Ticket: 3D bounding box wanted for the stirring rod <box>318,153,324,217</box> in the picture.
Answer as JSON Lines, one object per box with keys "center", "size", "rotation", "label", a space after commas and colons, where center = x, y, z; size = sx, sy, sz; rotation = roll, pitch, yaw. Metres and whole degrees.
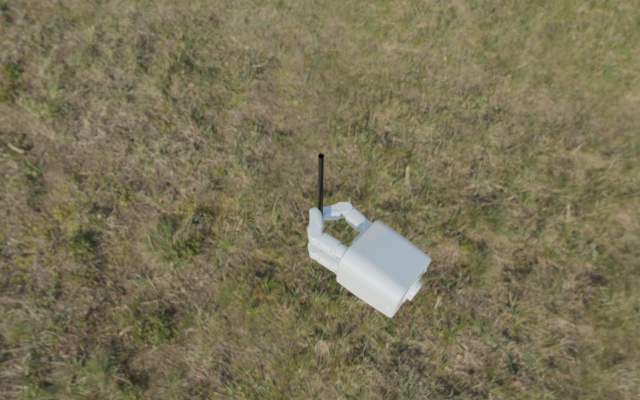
{"center": [0.000, 0.002, 0.736], "size": [0.011, 0.011, 0.240], "rotation": [0, -31, 0], "label": "stirring rod"}
